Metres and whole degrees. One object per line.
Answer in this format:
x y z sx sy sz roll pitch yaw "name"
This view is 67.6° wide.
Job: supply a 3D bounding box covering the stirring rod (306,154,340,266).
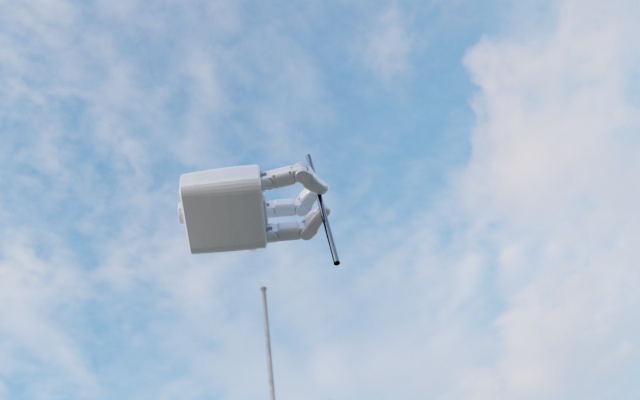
0.000 0.002 0.655 0.011 0.011 0.239 0 37 -11 "stirring rod"
